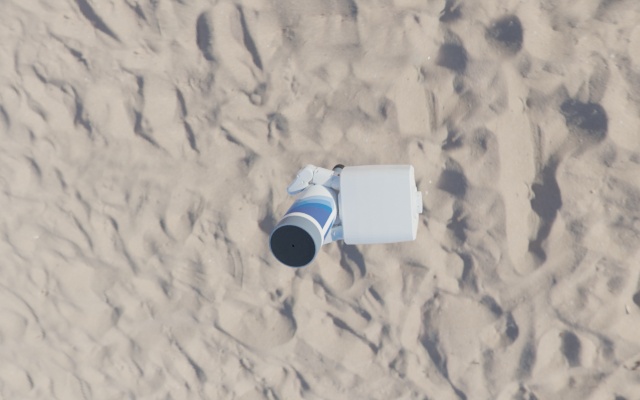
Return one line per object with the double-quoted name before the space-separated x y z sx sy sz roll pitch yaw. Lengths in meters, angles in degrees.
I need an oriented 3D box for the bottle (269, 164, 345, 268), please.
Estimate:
"bottle" 0.000 0.003 0.751 0.069 0.069 0.295 0 23 16
